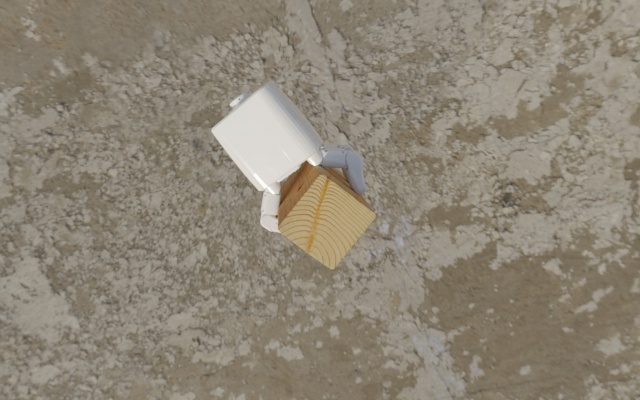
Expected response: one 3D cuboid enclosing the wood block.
[{"bbox_3d":[0.000,0.002,0.675,0.090,0.091,0.206,37,9,-12],"label":"wood block"}]
